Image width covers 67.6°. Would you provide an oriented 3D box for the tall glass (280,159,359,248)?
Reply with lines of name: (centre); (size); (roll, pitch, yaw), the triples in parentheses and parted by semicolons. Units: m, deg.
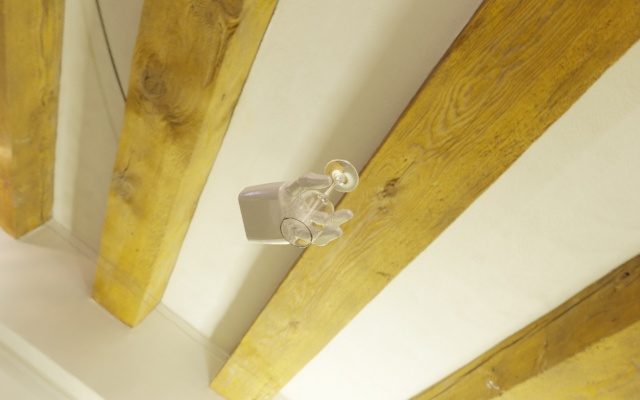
tall glass: (0.001, 0.002, 0.878); (0.079, 0.079, 0.201); (0, 32, 29)
